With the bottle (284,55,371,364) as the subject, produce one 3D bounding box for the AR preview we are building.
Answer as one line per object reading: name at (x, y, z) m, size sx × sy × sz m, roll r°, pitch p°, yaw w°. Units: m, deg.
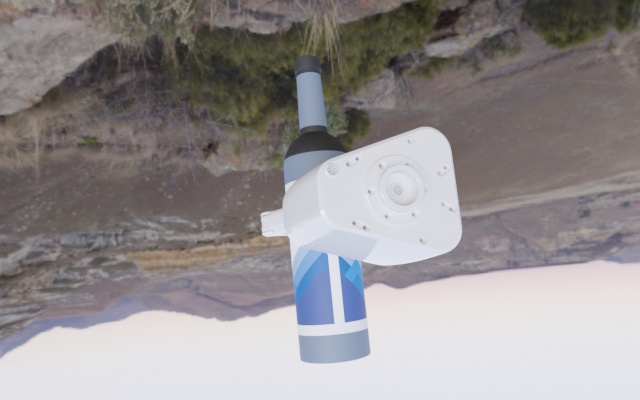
bottle at (0.000, 0.002, 0.469) m, size 0.069 × 0.295 × 0.069 m, roll -5°, pitch -8°, yaw -1°
